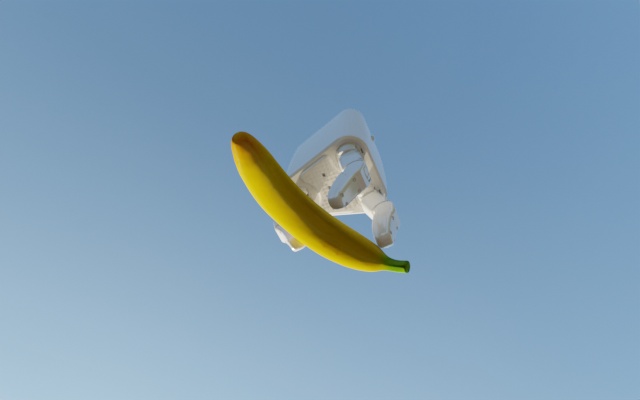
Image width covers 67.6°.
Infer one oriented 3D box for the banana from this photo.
[{"bbox_3d":[-0.008,0.011,0.433,0.198,0.037,0.070,36,-42,-18],"label":"banana"}]
